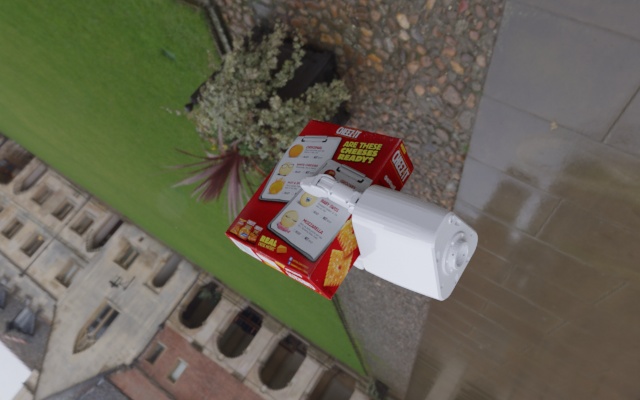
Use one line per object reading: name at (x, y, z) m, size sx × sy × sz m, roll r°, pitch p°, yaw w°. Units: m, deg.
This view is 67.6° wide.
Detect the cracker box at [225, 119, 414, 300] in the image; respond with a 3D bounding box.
cracker box at (0.000, 0.002, 0.642) m, size 0.164 × 0.213 × 0.072 m, roll 20°, pitch -23°, yaw 39°
